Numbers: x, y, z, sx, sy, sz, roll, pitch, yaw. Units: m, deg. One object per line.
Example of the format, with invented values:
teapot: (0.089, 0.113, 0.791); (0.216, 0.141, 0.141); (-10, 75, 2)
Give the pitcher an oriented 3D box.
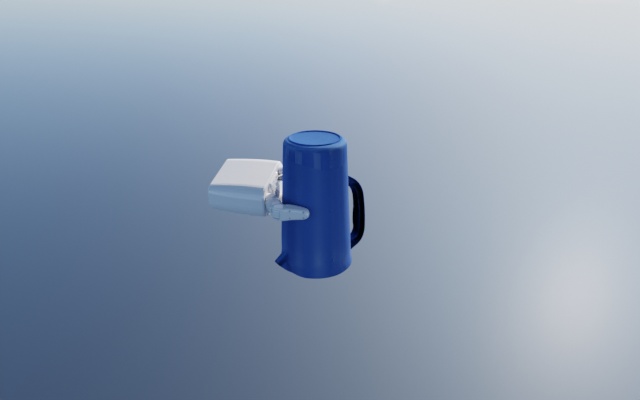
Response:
pitcher: (0.000, 0.003, 0.850); (0.145, 0.243, 0.149); (6, 25, 13)
